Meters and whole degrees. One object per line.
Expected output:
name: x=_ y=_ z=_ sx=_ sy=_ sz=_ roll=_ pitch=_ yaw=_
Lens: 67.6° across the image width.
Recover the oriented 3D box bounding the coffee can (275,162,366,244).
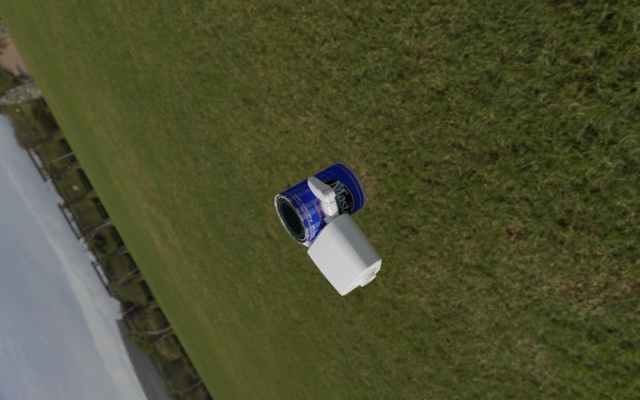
coffee can: x=0.000 y=0.003 z=0.895 sx=0.140 sy=0.103 sz=0.103 roll=-30 pitch=13 yaw=-24
